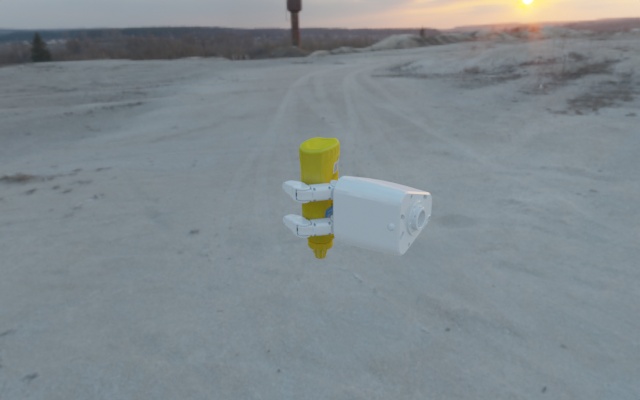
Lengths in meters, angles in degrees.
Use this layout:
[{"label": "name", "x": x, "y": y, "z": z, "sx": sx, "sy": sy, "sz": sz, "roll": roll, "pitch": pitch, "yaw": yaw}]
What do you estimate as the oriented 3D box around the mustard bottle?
[{"label": "mustard bottle", "x": 0.000, "y": 0.002, "z": 0.750, "sx": 0.058, "sy": 0.192, "sz": 0.096, "roll": 4, "pitch": 20, "yaw": 12}]
